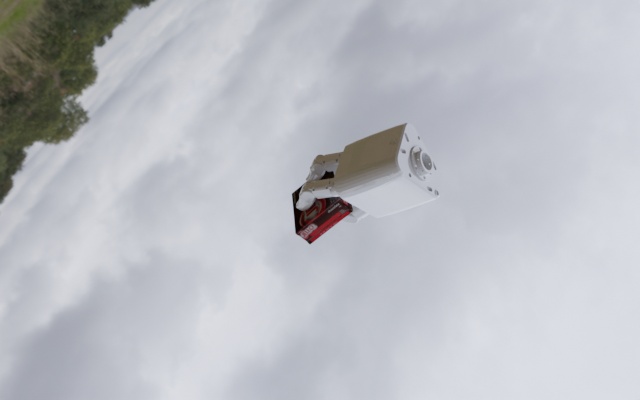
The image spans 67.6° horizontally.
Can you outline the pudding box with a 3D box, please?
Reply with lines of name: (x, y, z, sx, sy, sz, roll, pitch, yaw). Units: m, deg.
pudding box: (0.000, 0.003, 0.752, 0.090, 0.039, 0.113, -38, 28, 18)
